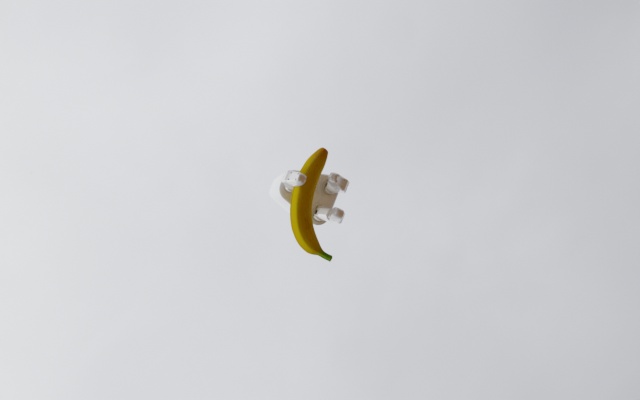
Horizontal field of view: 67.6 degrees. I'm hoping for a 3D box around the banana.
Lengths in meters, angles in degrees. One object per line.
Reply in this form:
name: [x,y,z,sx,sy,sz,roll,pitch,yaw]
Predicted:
banana: [-0.018,0.007,0.820,0.069,0.197,0.037,-2,-7,-6]
